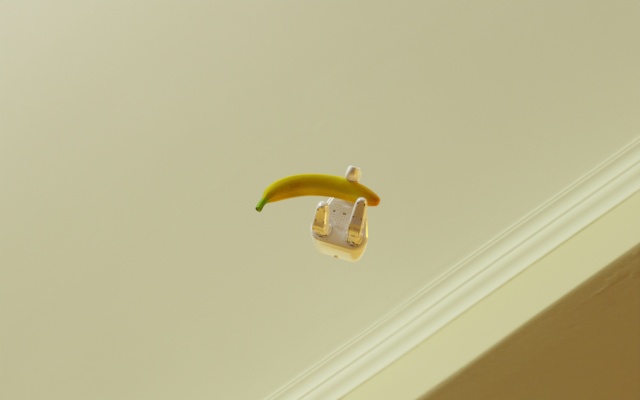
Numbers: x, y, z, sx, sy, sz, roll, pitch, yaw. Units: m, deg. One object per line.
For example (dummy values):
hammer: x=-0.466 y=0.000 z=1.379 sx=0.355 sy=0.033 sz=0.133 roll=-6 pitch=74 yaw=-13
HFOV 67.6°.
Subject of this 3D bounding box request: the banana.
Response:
banana: x=-0.005 y=-0.014 z=0.768 sx=0.198 sy=0.069 sz=0.037 roll=-4 pitch=-29 yaw=-6
